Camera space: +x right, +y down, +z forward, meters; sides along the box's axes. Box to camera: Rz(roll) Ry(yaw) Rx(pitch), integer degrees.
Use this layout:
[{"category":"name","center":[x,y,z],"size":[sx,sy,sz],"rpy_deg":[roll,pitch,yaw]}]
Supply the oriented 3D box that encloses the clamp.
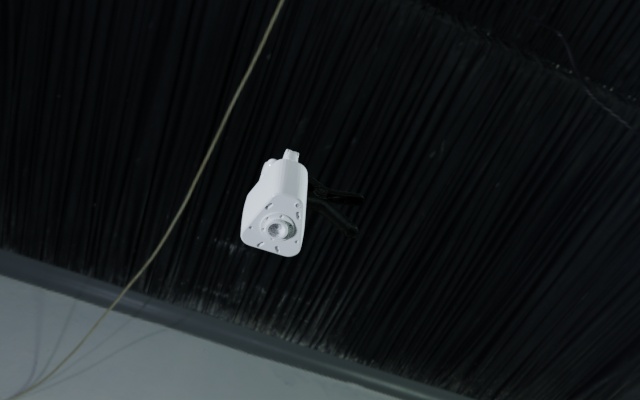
[{"category":"clamp","center":[0.000,0.002,0.829],"size":[0.171,0.039,0.120],"rpy_deg":[19,28,-11]}]
